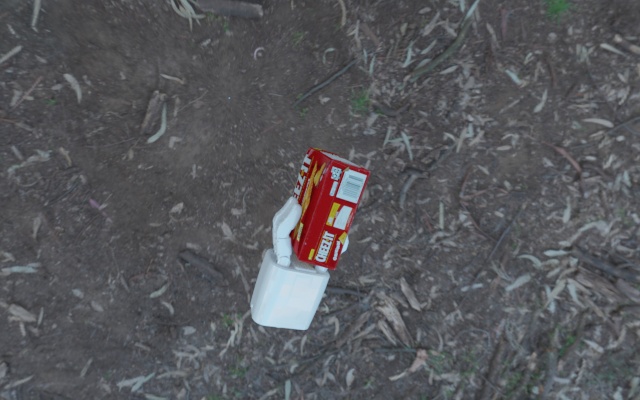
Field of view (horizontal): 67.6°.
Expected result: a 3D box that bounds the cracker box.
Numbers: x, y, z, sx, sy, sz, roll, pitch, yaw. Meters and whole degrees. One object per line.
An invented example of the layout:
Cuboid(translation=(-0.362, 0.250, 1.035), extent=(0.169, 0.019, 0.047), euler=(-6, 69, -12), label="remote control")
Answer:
Cuboid(translation=(0.000, 0.003, 0.812), extent=(0.072, 0.164, 0.213), euler=(17, 8, -14), label="cracker box")
